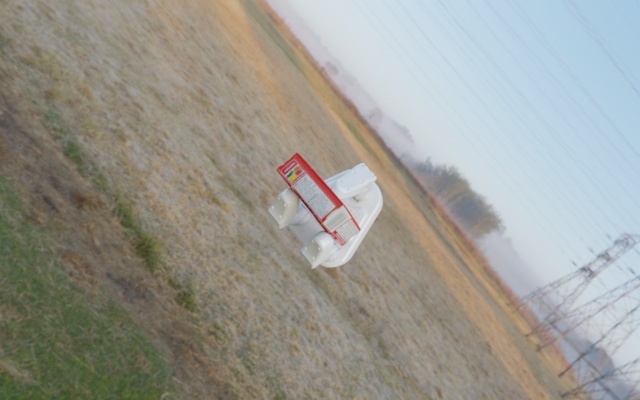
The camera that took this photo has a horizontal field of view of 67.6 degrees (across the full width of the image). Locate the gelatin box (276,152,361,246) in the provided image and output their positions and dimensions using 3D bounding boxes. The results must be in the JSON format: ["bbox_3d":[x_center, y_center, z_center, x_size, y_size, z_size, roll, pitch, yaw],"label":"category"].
[{"bbox_3d":[0.000,0.001,0.473,0.030,0.073,0.089,-40,-24,-1],"label":"gelatin box"}]
